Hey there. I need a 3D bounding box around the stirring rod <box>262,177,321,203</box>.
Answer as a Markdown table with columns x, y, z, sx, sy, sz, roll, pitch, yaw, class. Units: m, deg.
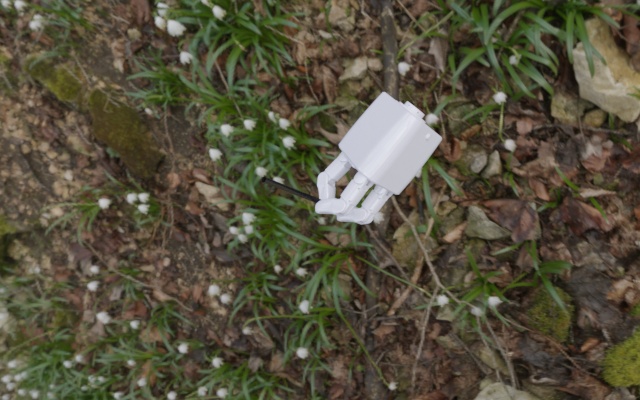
| x | y | z | sx | sy | sz | roll | pitch | yaw | class |
| --- | --- | --- | --- | --- | --- | --- | --- | --- | --- |
| 0.000 | 0.002 | 0.712 | 0.011 | 0.011 | 0.239 | 0 | -14 | 39 | stirring rod |
